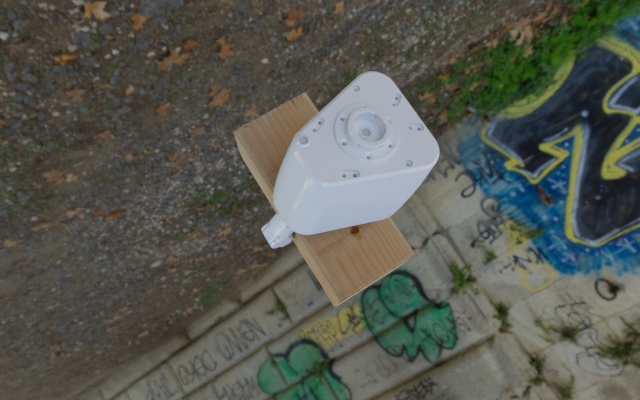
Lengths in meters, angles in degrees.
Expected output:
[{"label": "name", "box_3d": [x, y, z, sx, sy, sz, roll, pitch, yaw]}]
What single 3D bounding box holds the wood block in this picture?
[{"label": "wood block", "box_3d": [0.000, 0.002, 0.520, 0.091, 0.206, 0.090, -31, -12, -10]}]
